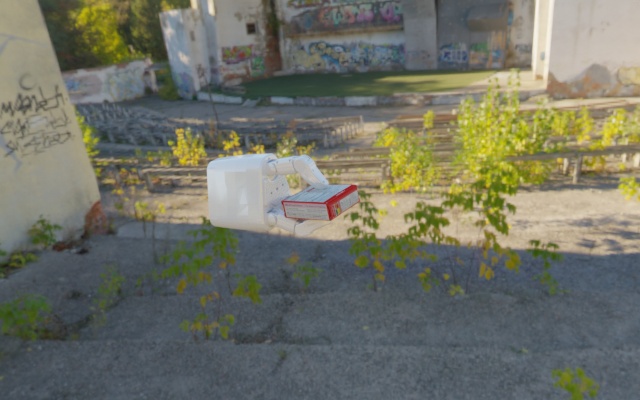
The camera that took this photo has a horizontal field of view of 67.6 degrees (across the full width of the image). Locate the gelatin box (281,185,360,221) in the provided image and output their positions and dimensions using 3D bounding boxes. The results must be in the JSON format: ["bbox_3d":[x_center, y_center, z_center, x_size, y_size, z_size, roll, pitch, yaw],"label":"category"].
[{"bbox_3d":[0.000,0.002,0.690,0.089,0.030,0.073,1,22,40],"label":"gelatin box"}]
